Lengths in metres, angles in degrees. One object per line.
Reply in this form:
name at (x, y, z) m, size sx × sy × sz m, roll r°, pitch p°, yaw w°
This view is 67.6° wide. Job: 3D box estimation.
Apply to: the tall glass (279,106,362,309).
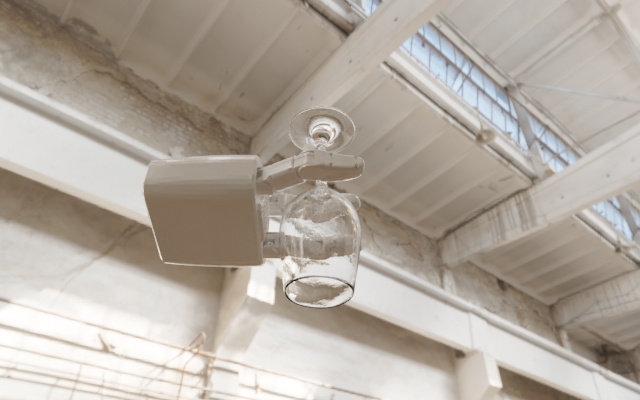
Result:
tall glass at (0.000, 0.001, 0.473) m, size 0.079 × 0.200 × 0.079 m, roll 0°, pitch -37°, yaw 0°
